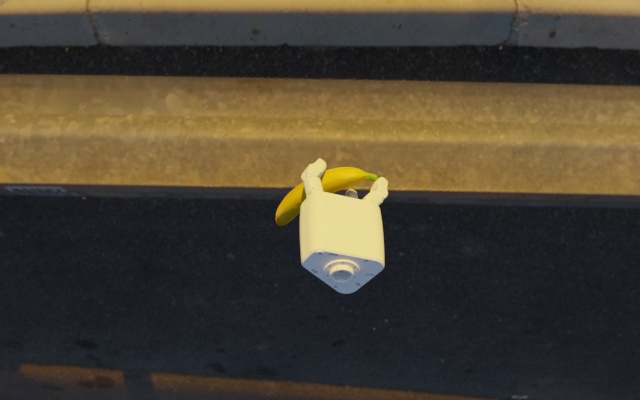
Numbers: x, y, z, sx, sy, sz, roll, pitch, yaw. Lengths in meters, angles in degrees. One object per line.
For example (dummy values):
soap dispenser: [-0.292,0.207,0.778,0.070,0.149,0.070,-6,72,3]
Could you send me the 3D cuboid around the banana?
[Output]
banana: [-0.007,-0.009,0.788,0.198,0.037,0.070,-24,-47,21]
